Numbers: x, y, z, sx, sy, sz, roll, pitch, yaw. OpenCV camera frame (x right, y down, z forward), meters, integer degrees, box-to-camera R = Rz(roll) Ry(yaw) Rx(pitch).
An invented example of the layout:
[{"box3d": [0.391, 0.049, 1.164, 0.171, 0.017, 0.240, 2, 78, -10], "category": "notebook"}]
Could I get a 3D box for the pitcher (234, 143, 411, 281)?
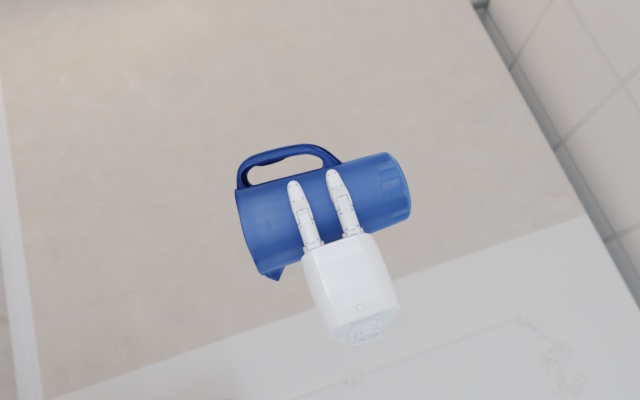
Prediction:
[{"box3d": [0.000, 0.002, 0.702, 0.243, 0.145, 0.149, -18, -36, -4], "category": "pitcher"}]
